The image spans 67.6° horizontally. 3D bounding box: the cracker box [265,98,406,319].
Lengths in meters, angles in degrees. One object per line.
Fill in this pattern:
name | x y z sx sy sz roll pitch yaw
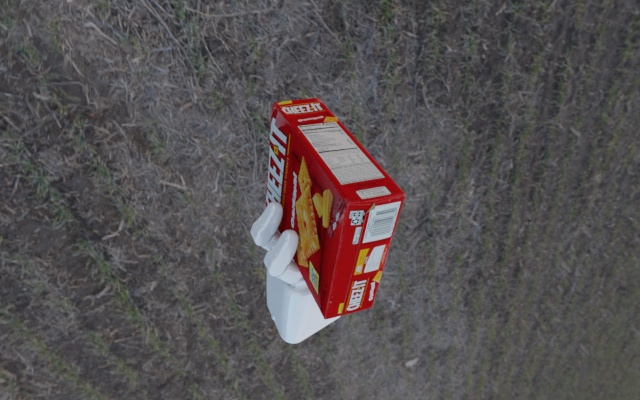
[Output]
cracker box | 0.000 0.002 0.560 0.072 0.164 0.213 -9 40 -23
